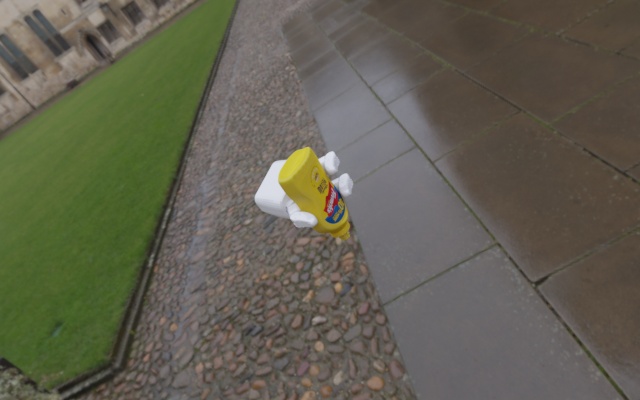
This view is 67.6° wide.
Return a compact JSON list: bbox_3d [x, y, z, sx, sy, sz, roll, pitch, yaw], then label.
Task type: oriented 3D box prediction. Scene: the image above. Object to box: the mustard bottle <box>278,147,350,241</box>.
[{"bbox_3d":[0.000,0.003,0.878,0.058,0.192,0.096,-14,34,33],"label":"mustard bottle"}]
